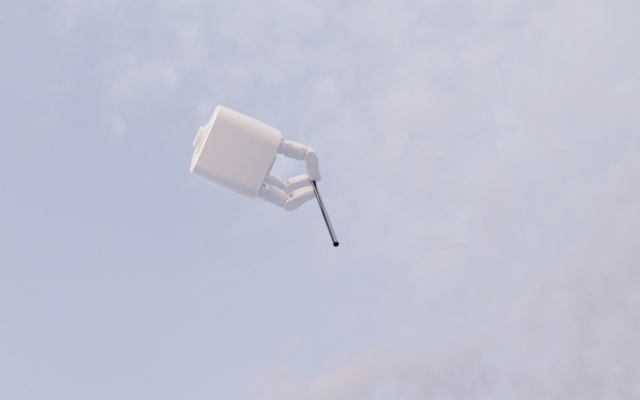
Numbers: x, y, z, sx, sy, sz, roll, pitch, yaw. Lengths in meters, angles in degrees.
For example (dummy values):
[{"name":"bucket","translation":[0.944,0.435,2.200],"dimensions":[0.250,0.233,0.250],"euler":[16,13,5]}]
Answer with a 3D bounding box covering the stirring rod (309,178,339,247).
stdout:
[{"name":"stirring rod","translation":[0.000,0.002,0.713],"dimensions":[0.011,0.011,0.239],"euler":[0,26,-11]}]
